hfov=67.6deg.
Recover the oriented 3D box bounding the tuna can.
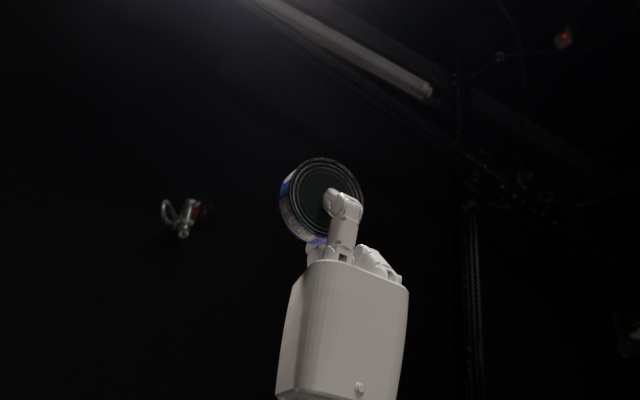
[{"bbox_3d":[0.000,0.002,0.494,0.086,0.086,0.034,0,-17,-30],"label":"tuna can"}]
